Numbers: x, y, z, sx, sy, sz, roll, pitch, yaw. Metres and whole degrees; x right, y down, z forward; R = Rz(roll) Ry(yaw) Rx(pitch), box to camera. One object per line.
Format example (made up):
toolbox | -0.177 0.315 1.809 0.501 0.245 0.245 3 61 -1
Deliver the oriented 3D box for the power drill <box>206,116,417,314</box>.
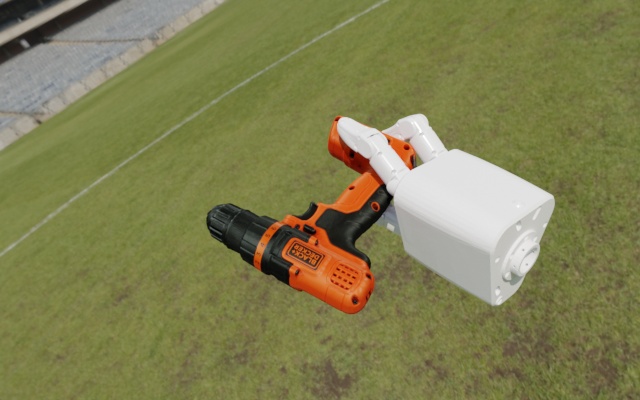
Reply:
power drill | 0.001 0.001 0.492 0.184 0.187 0.057 26 -24 18
